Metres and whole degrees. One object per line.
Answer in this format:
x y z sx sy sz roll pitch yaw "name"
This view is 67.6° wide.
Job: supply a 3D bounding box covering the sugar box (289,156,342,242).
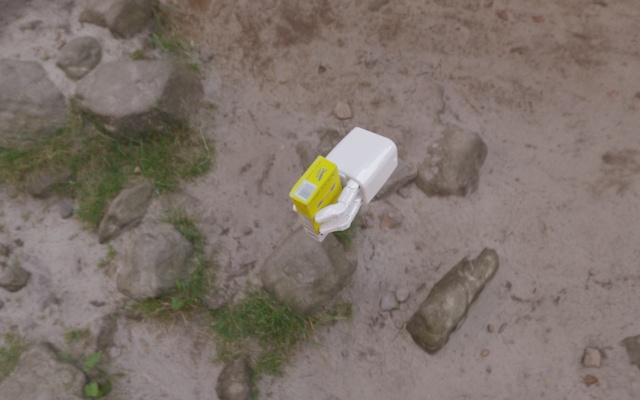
0.001 0.003 0.890 0.048 0.093 0.176 31 -17 24 "sugar box"
